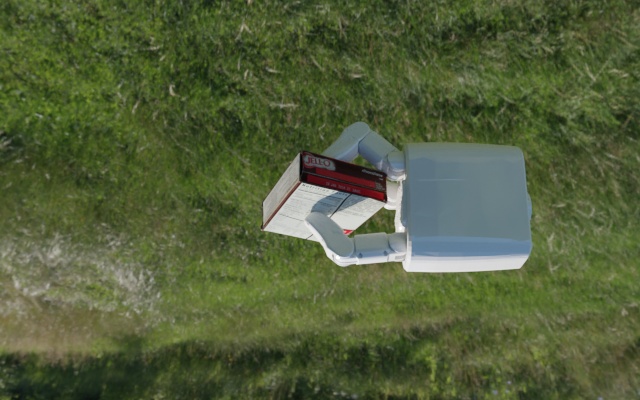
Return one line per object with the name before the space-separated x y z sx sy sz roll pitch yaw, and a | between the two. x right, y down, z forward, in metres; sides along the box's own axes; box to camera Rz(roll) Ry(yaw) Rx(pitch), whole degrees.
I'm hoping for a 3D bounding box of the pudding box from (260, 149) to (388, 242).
pudding box | 0.000 0.002 0.471 0.090 0.039 0.113 14 -33 -21
